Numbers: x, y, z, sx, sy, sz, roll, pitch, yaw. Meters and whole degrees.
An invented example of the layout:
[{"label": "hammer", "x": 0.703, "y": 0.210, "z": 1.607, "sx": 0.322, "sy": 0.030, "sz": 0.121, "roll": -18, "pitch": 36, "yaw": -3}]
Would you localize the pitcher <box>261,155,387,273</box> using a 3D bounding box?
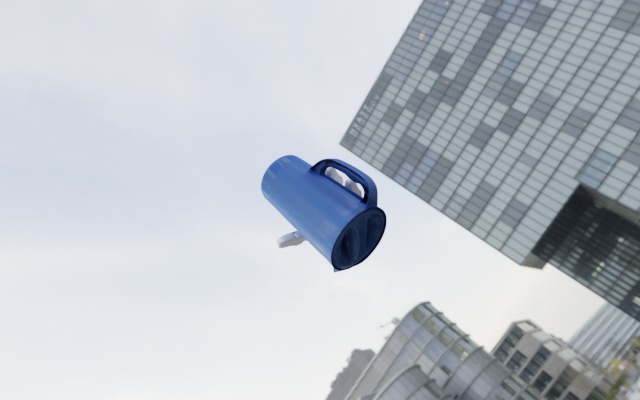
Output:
[{"label": "pitcher", "x": 0.000, "y": 0.003, "z": 0.894, "sx": 0.242, "sy": 0.149, "sz": 0.145, "roll": 38, "pitch": -15, "yaw": 35}]
